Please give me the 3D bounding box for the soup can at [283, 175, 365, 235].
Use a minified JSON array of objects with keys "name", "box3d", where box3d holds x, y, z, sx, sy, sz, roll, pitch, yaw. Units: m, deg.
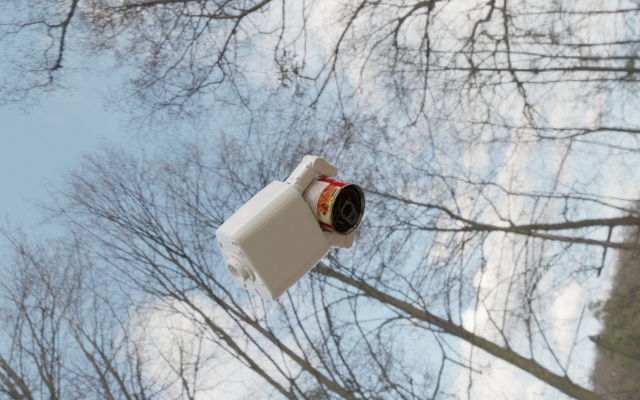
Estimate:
[{"name":"soup can","box3d":[0.000,0.002,0.648,0.102,0.068,0.068,15,10,42]}]
